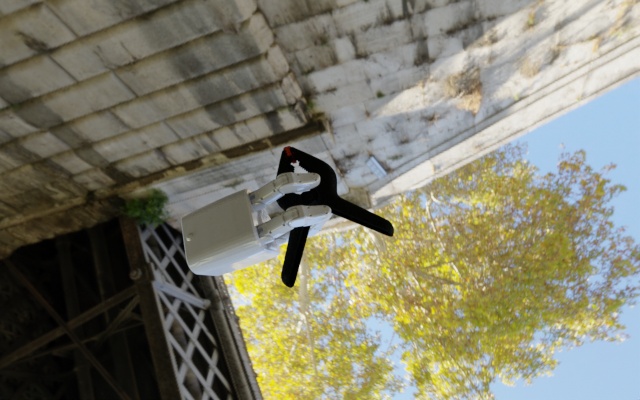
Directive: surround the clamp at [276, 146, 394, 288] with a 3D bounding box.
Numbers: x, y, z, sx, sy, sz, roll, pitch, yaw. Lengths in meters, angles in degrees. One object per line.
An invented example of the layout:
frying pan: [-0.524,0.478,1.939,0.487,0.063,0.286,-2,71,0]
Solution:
clamp: [0.000,0.002,0.679,0.164,0.209,0.036,-21,-30,5]
